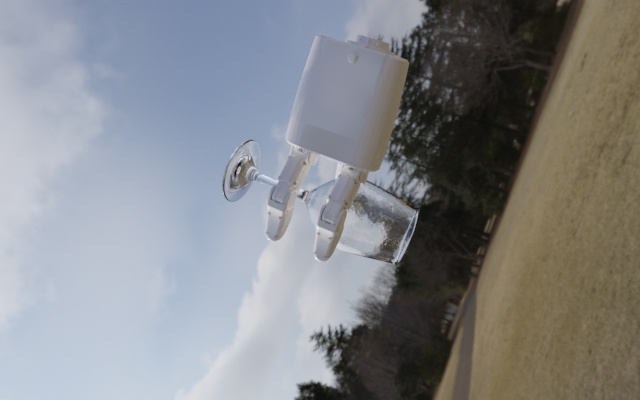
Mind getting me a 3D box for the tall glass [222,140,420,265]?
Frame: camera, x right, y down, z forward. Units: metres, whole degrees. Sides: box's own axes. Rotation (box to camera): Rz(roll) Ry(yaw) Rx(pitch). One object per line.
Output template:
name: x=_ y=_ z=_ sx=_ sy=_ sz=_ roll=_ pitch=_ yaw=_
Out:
tall glass: x=-0.001 y=0.002 z=0.509 sx=0.201 sy=0.079 sz=0.079 roll=22 pitch=6 yaw=16
